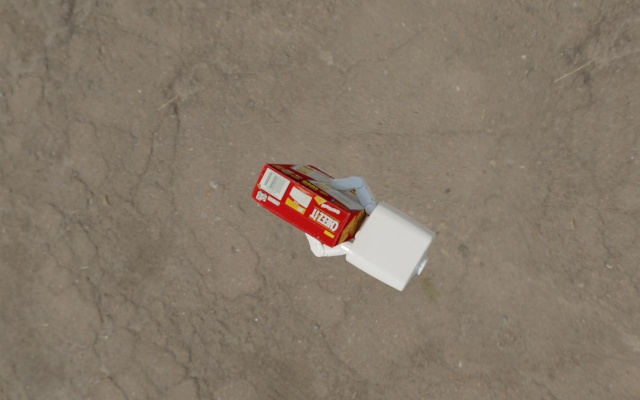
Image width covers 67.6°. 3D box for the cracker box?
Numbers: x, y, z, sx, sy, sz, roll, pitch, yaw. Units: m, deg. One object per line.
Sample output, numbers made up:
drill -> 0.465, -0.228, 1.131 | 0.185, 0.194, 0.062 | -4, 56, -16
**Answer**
cracker box -> 0.000, 0.003, 0.839 | 0.164, 0.072, 0.213 | 30, 12, 15
